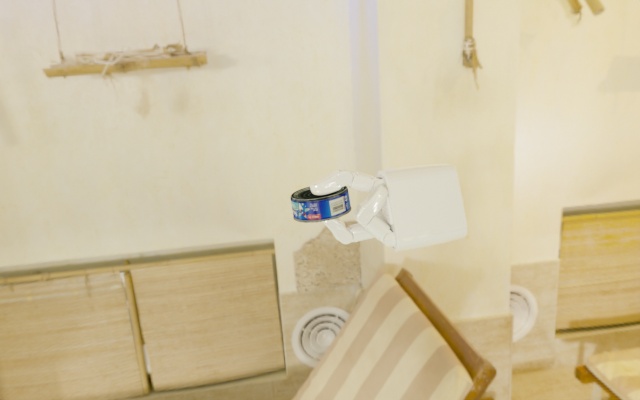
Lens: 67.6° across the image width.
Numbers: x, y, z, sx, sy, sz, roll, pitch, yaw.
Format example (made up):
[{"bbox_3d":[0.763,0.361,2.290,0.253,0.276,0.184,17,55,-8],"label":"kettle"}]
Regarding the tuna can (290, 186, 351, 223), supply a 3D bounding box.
[{"bbox_3d":[0.000,0.002,0.689,0.086,0.034,0.086,-9,15,2],"label":"tuna can"}]
